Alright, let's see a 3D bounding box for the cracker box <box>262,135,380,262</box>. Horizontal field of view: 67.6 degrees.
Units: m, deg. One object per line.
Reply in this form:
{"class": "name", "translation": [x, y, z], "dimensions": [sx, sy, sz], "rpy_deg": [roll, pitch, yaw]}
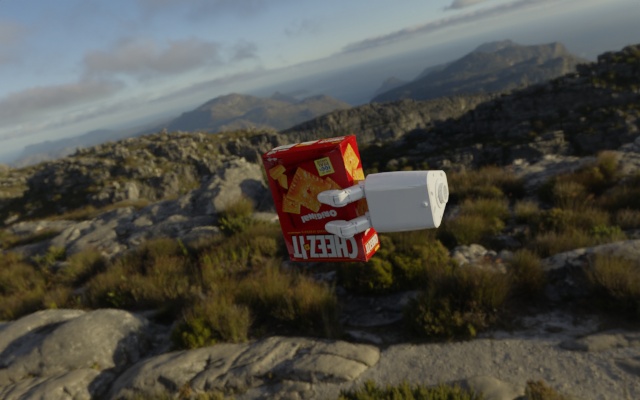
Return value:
{"class": "cracker box", "translation": [0.000, 0.003, 0.852], "dimensions": [0.164, 0.214, 0.072], "rpy_deg": [-4, 19, 31]}
